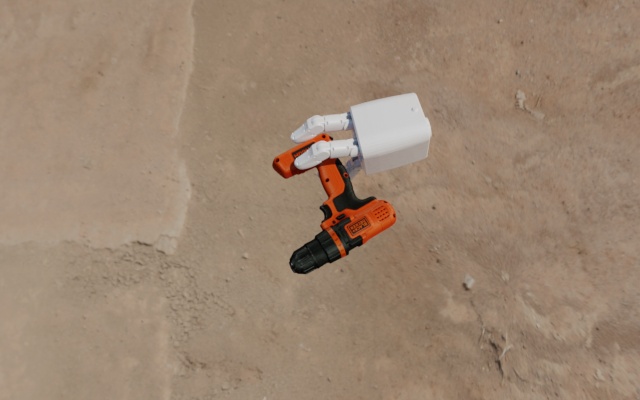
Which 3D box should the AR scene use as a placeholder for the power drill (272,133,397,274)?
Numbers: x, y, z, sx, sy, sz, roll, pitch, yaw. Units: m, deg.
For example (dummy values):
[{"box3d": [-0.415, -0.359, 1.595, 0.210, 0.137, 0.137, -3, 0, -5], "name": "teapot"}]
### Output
[{"box3d": [0.000, 0.002, 0.754, 0.184, 0.187, 0.057, -29, -11, -12], "name": "power drill"}]
